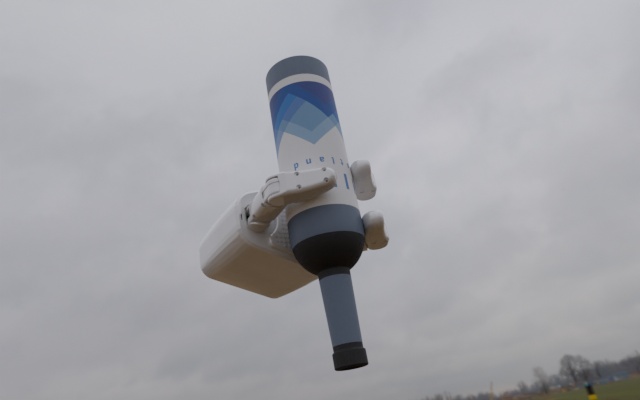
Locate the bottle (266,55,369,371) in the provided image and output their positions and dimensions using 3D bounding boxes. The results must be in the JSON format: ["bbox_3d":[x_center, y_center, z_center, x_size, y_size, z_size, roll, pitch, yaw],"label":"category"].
[{"bbox_3d":[0.000,0.001,0.439,0.069,0.295,0.069,-9,-25,-4],"label":"bottle"}]
